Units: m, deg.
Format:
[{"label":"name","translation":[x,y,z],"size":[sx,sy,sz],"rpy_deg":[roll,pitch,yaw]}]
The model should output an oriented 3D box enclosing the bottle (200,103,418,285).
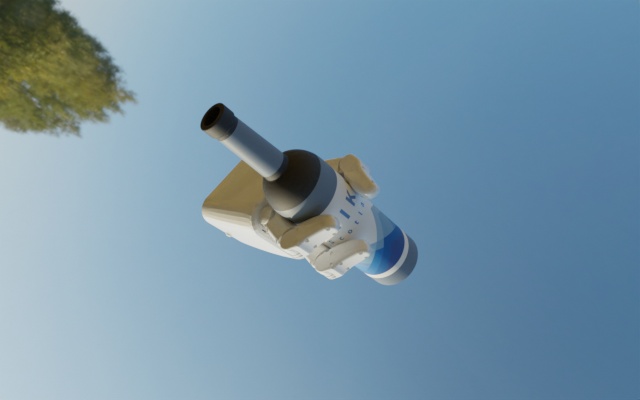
[{"label":"bottle","translation":[0.000,0.002,0.479],"size":[0.069,0.069,0.296],"rpy_deg":[0,-28,42]}]
